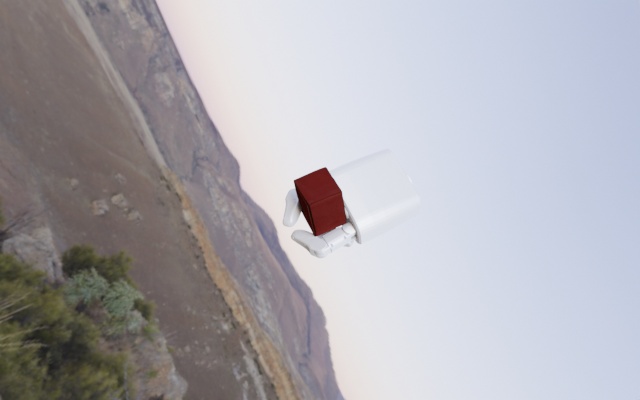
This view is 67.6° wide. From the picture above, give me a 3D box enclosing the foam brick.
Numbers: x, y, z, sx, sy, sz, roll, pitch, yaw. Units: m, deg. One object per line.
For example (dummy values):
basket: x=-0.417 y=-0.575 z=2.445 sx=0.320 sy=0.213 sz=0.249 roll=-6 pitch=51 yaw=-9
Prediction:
foam brick: x=0.000 y=0.002 z=0.667 sx=0.051 sy=0.053 sz=0.078 roll=-24 pitch=-37 yaw=-9
